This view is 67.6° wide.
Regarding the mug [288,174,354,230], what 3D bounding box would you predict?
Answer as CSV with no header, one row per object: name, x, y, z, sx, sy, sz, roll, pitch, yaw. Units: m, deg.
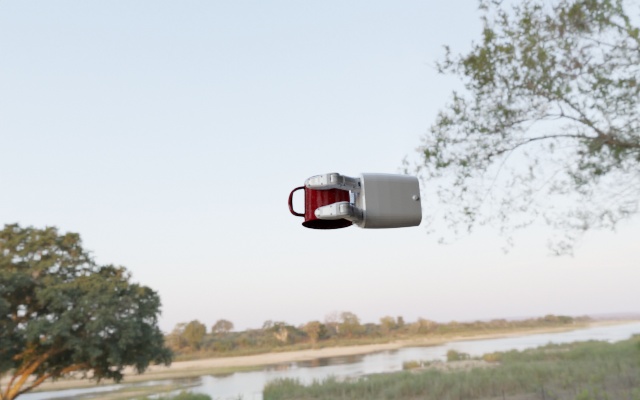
mug,-0.001,0.003,0.842,0.117,0.081,0.093,2,-16,-11
